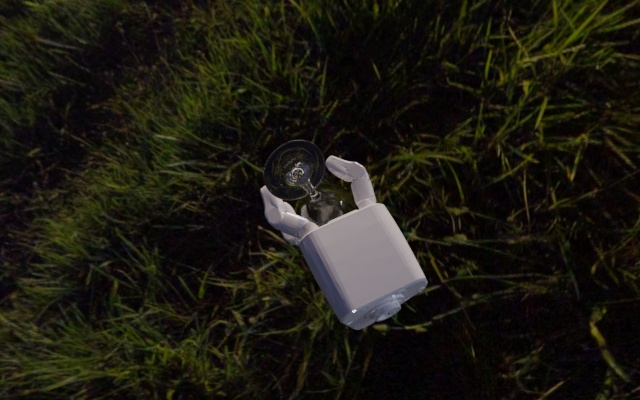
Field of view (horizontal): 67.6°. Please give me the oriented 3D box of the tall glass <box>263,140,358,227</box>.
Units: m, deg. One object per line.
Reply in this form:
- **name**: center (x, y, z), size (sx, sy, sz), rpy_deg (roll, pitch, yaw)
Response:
- **tall glass**: center (0.000, 0.002, 0.620), size (0.079, 0.079, 0.201), rpy_deg (0, -21, 19)
